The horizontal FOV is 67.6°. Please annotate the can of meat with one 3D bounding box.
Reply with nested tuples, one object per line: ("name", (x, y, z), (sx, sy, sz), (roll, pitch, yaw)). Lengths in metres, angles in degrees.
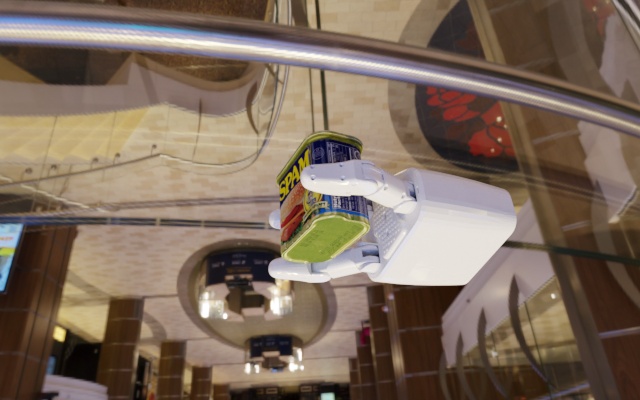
("can of meat", (0.000, 0.002, 0.433), (0.057, 0.084, 0.102), (10, -32, -25))
